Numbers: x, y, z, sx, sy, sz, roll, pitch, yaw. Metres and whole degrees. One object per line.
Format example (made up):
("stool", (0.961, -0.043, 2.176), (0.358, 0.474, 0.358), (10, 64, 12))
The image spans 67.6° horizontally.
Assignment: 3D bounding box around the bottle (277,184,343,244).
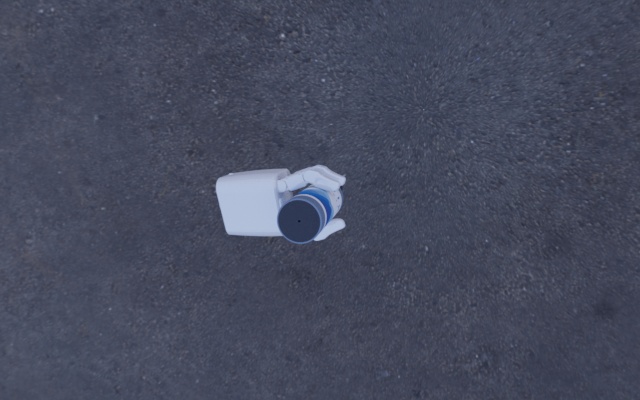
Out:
("bottle", (0.000, 0.003, 0.816), (0.069, 0.069, 0.295), (0, 11, 12))
